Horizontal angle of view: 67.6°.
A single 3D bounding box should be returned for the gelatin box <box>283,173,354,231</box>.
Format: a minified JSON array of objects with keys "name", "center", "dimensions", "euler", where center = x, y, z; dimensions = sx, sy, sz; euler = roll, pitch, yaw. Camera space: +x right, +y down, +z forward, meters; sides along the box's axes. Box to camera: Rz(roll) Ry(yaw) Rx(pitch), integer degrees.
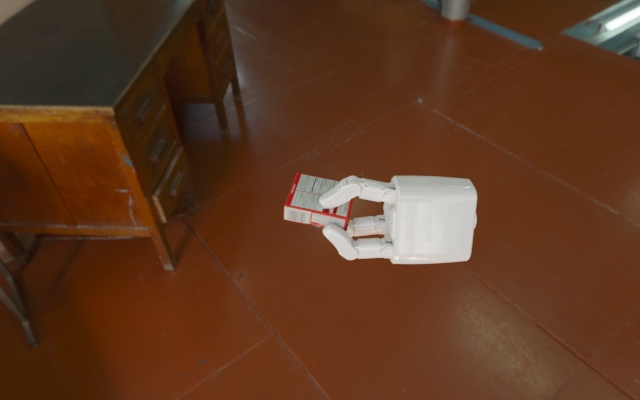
[{"name":"gelatin box","center":[0.000,0.002,0.662],"dimensions":[0.089,0.030,0.073],"euler":[12,43,4]}]
